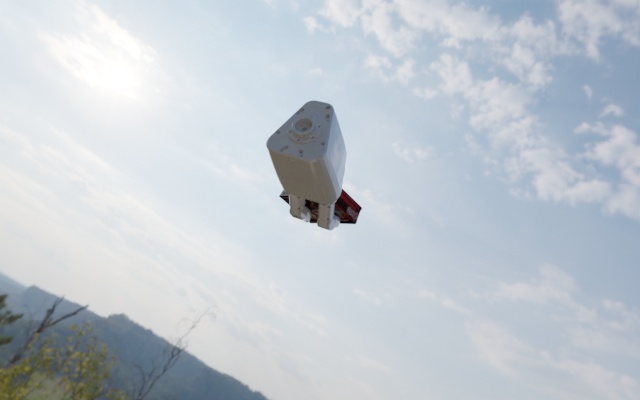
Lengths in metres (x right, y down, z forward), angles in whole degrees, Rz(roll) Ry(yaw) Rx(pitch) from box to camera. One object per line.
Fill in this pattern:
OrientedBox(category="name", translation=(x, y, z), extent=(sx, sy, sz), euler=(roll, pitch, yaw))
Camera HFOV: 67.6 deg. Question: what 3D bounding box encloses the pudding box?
OrientedBox(category="pudding box", translation=(0.000, 0.002, 0.807), extent=(0.113, 0.039, 0.090), euler=(0, -34, 46))
